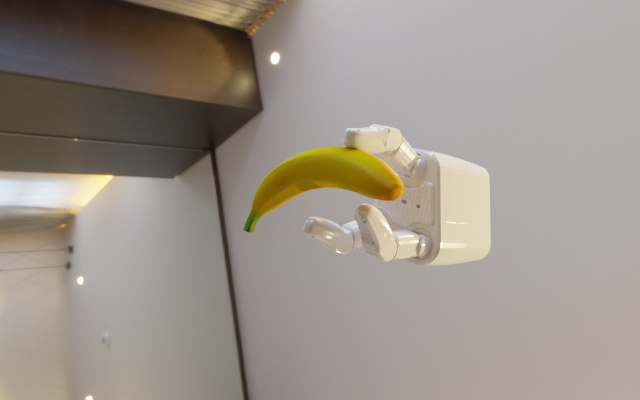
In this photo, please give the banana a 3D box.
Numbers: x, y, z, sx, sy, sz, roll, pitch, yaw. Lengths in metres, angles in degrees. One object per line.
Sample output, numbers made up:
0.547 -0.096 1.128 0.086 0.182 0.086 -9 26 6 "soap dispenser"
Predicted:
-0.003 -0.016 0.444 0.037 0.069 0.198 10 -18 -42 "banana"
